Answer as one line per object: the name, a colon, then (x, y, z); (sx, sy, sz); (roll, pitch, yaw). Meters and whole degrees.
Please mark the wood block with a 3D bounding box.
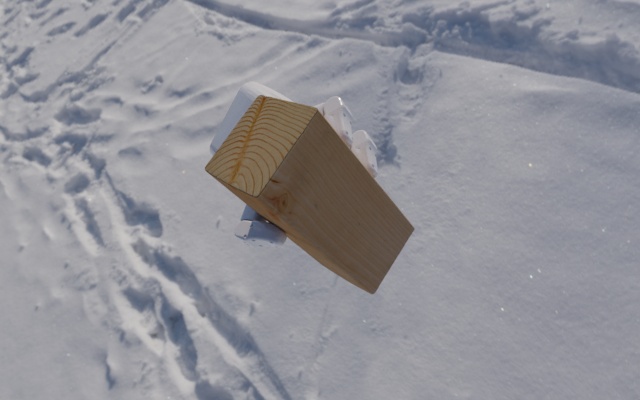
wood block: (0.000, 0.002, 0.477); (0.090, 0.091, 0.206); (24, -14, 45)
